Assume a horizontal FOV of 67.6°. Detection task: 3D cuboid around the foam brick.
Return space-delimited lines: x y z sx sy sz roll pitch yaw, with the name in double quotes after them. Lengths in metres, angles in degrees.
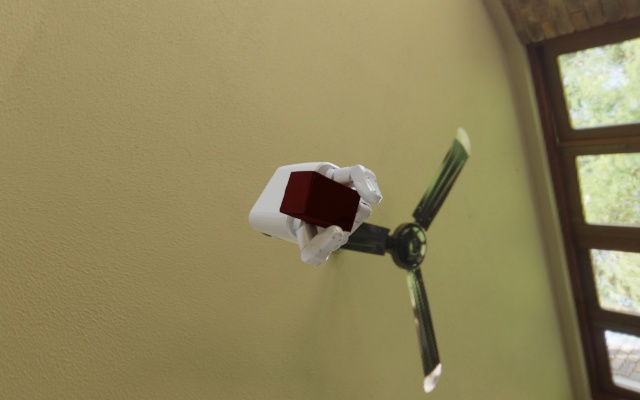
0.000 0.002 0.566 0.078 0.053 0.051 23 -11 -37 "foam brick"
